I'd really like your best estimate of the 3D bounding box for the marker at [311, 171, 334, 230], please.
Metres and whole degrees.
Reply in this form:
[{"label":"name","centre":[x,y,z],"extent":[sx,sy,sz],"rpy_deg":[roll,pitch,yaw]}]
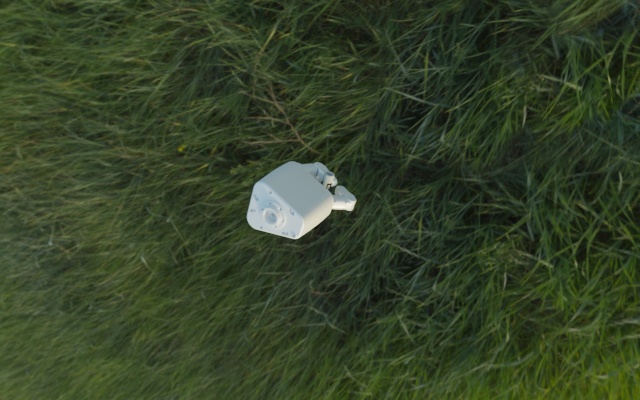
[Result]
[{"label":"marker","centre":[0.000,0.003,0.868],"extent":[0.020,0.121,0.020],"rpy_deg":[13,30,-8]}]
